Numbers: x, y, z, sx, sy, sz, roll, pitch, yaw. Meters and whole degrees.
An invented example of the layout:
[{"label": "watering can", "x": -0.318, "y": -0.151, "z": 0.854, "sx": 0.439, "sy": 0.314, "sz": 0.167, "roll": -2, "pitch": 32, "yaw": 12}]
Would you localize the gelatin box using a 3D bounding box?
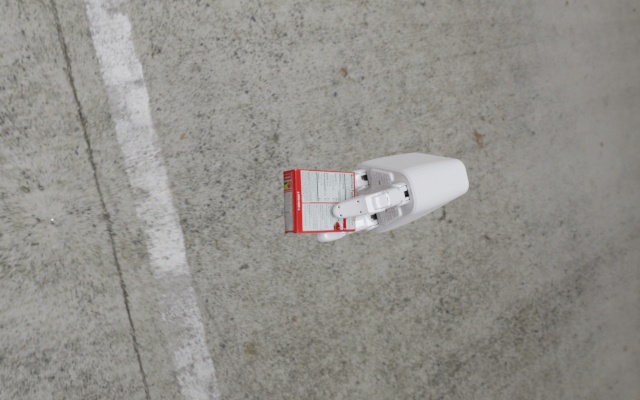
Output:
[{"label": "gelatin box", "x": 0.000, "y": 0.002, "z": 0.563, "sx": 0.089, "sy": 0.073, "sz": 0.030, "roll": 0, "pitch": -4, "yaw": -36}]
